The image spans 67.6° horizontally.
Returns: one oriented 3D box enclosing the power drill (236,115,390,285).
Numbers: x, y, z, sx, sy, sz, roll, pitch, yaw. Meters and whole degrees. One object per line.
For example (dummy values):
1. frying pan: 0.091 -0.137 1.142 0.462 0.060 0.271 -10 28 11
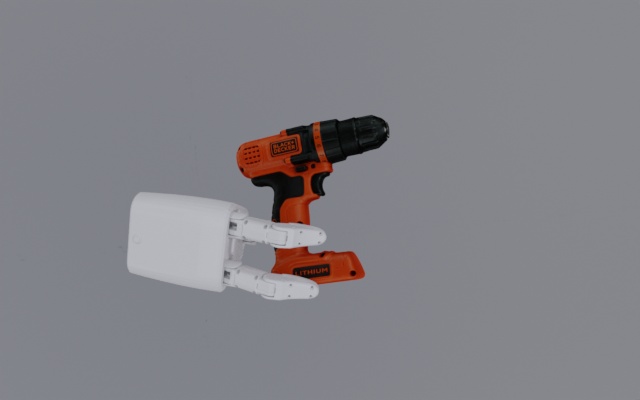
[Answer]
1. power drill: 0.000 0.002 0.551 0.184 0.187 0.057 -11 -11 15
